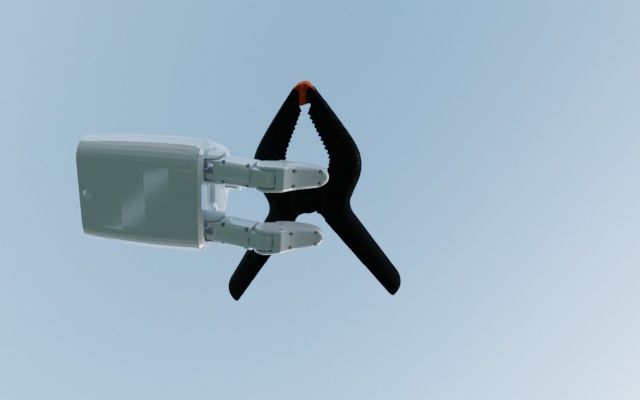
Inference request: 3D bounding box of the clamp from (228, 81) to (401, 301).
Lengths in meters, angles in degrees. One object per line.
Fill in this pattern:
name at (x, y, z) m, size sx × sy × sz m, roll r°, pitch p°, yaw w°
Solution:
clamp at (0.000, 0.001, 0.433) m, size 0.164 × 0.210 × 0.036 m, roll 4°, pitch 19°, yaw -2°
